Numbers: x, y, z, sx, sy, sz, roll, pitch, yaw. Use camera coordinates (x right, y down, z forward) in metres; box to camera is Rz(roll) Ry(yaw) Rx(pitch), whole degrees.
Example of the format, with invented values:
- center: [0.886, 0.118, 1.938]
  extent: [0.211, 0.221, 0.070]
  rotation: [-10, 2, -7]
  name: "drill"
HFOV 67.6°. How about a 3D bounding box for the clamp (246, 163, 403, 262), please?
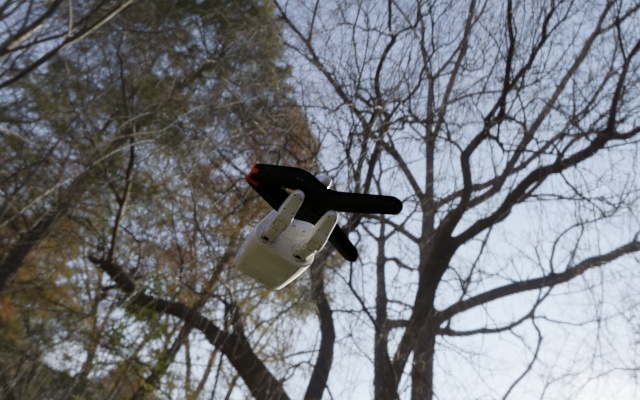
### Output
- center: [0.000, 0.001, 0.666]
  extent: [0.210, 0.036, 0.165]
  rotation: [31, -40, -10]
  name: "clamp"
